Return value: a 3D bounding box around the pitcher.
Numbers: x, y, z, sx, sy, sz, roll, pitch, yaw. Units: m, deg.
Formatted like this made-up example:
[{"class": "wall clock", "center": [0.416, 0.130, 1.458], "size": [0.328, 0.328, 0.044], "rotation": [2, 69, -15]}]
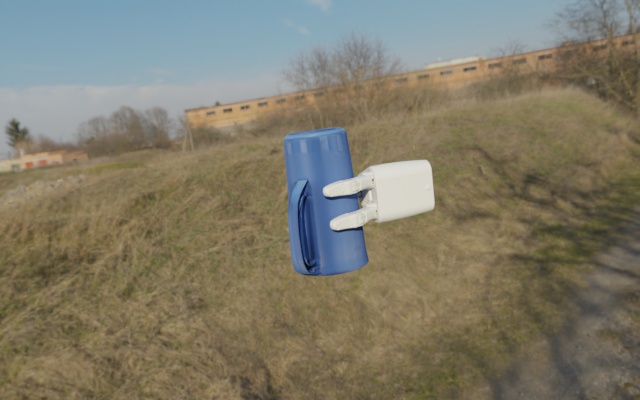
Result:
[{"class": "pitcher", "center": [0.000, 0.003, 0.817], "size": [0.145, 0.243, 0.149], "rotation": [-10, 9, -13]}]
